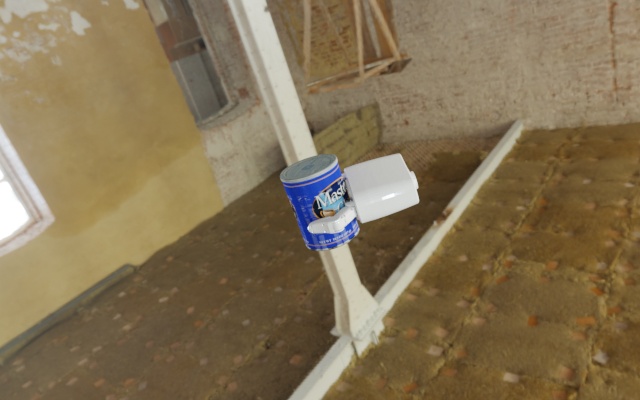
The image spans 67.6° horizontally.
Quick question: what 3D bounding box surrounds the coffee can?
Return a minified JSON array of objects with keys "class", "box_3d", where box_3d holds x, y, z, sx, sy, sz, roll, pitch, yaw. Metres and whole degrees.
[{"class":"coffee can","box_3d":[0.000,0.003,0.839,0.103,0.140,0.102,-17,22,7]}]
